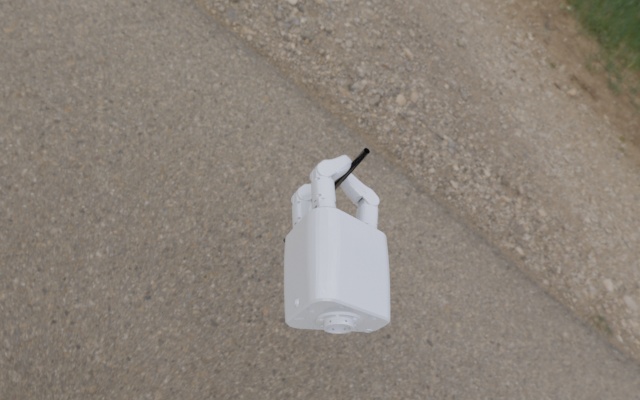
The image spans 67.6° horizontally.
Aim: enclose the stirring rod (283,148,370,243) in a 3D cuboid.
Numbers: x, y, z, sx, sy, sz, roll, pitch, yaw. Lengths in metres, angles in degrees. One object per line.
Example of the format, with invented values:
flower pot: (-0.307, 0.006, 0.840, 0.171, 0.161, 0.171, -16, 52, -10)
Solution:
stirring rod: (0.000, 0.002, 0.640, 0.011, 0.011, 0.240, 0, -30, -31)
